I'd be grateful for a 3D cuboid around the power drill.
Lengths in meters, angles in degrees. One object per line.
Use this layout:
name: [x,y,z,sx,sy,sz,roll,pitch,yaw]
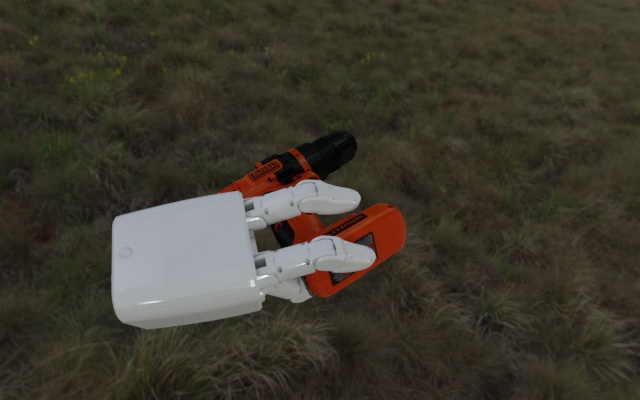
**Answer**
power drill: [0.000,0.002,0.492,0.184,0.057,0.187,-32,38,-16]
